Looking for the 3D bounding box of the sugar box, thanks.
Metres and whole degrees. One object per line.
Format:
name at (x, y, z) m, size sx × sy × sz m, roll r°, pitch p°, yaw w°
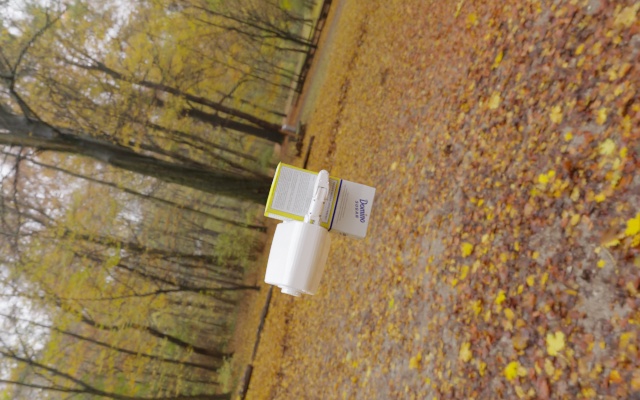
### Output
sugar box at (0.000, 0.003, 0.828) m, size 0.176 × 0.093 × 0.048 m, roll 16°, pitch -14°, yaw -8°
